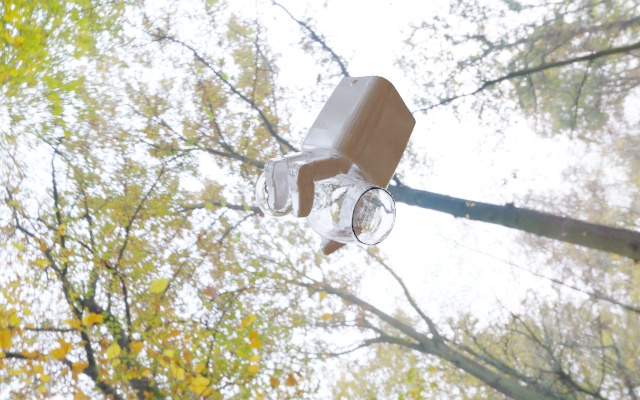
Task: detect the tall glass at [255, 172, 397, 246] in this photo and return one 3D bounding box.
[{"bbox_3d":[0.000,0.002,0.573,0.079,0.079,0.201,0,9,-35],"label":"tall glass"}]
